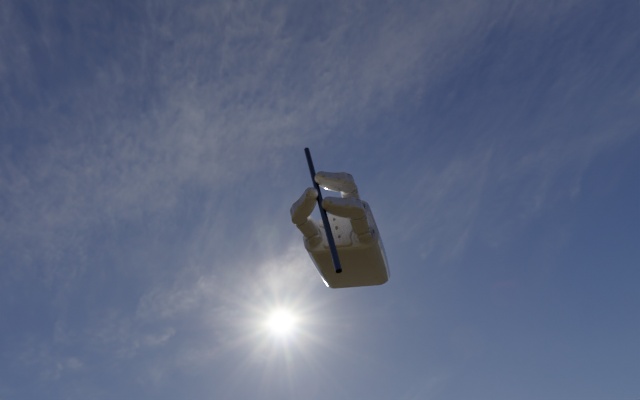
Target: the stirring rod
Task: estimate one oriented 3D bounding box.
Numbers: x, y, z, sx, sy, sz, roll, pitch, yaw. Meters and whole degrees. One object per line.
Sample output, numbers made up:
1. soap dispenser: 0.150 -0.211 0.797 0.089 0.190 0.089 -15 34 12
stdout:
1. stirring rod: 0.000 0.002 0.639 0.011 0.011 0.239 0 41 -14
